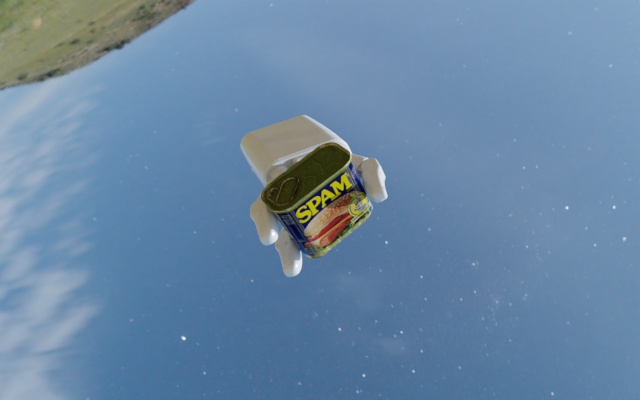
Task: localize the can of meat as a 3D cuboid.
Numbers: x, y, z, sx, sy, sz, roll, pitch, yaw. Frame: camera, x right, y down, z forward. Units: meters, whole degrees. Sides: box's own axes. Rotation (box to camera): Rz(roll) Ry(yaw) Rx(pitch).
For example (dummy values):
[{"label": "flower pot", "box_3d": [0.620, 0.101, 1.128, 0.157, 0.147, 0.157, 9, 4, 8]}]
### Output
[{"label": "can of meat", "box_3d": [0.000, 0.002, 0.521, 0.102, 0.084, 0.057, -38, 39, -10]}]
